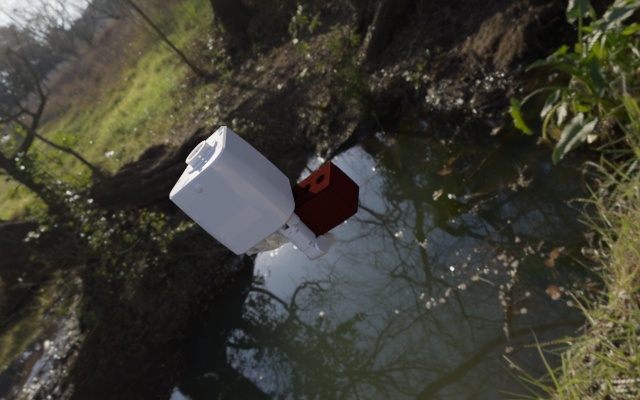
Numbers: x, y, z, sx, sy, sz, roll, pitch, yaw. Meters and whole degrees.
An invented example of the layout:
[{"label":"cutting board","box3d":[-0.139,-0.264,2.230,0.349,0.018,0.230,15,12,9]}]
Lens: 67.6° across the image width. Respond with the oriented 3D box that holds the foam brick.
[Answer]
[{"label":"foam brick","box3d":[0.000,0.002,0.567,0.078,0.051,0.053,-34,27,26]}]
